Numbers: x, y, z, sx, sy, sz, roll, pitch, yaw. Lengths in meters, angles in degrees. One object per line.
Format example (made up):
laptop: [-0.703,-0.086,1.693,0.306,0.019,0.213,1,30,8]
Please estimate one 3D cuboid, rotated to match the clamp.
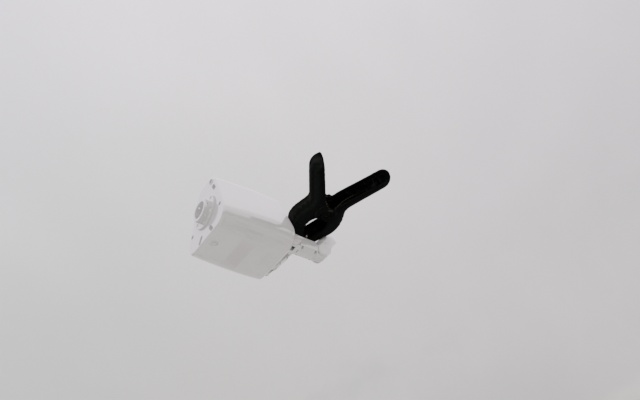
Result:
clamp: [0.000,0.002,0.645,0.120,0.039,0.171,24,-56,-32]
